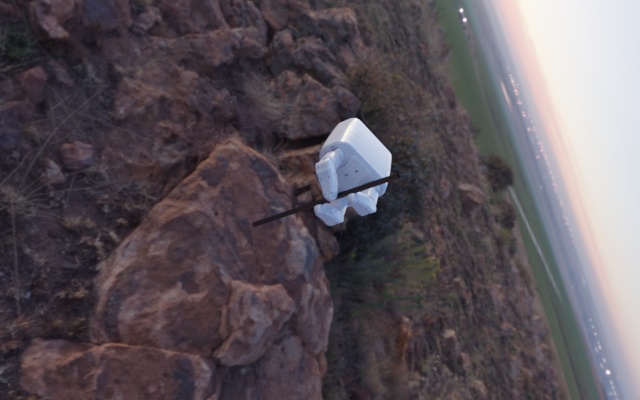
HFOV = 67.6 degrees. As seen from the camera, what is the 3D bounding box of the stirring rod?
[{"bbox_3d":[0.000,0.002,0.680,0.239,0.011,0.011,-19,-9,26],"label":"stirring rod"}]
